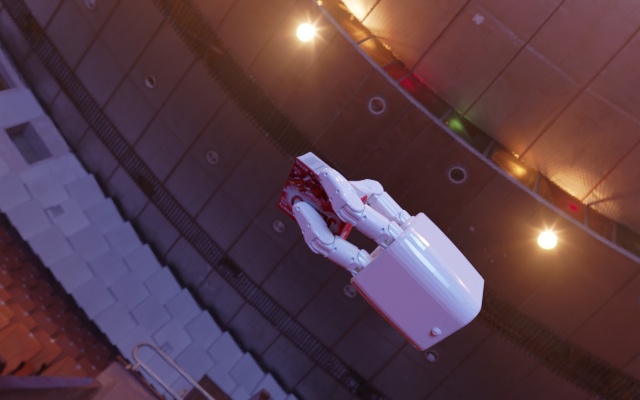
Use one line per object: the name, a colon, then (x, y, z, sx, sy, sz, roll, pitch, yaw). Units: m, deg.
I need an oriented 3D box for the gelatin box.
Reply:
gelatin box: (0.000, 0.001, 0.533, 0.089, 0.073, 0.030, 39, 38, 19)
